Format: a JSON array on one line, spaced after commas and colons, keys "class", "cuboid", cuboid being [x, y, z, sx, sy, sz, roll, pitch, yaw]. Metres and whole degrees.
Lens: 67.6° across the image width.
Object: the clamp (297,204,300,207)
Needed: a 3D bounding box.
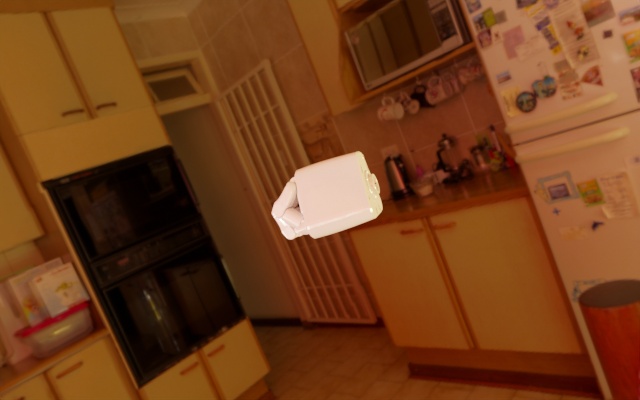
[{"class": "clamp", "cuboid": [0.000, 0.002, 0.863, 0.120, 0.039, 0.171, -15, 7, 18]}]
